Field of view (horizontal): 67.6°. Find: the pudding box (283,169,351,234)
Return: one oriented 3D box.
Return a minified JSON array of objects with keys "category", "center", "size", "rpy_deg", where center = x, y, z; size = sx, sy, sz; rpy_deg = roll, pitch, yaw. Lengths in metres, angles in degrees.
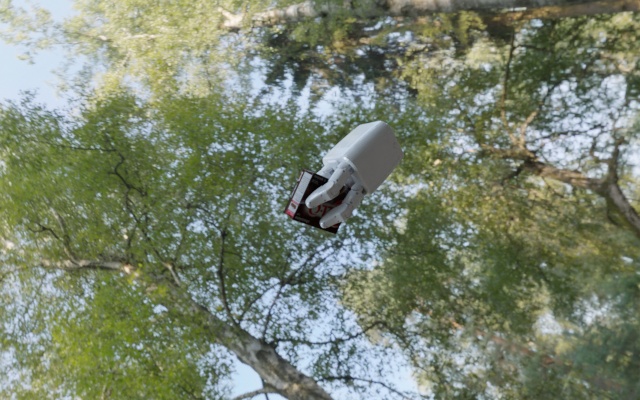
[{"category":"pudding box","center":[0.000,0.003,0.856],"size":[0.113,0.090,0.039],"rpy_deg":[21,5,-38]}]
